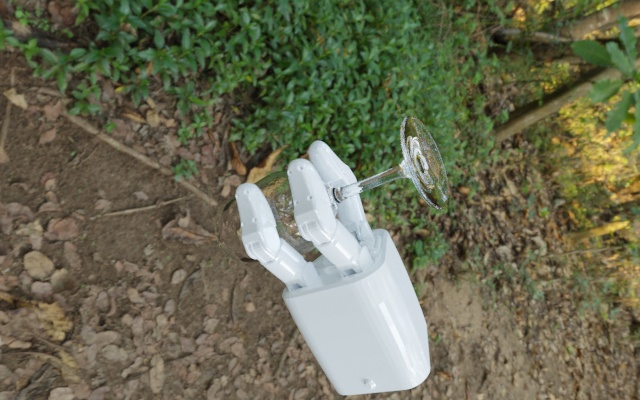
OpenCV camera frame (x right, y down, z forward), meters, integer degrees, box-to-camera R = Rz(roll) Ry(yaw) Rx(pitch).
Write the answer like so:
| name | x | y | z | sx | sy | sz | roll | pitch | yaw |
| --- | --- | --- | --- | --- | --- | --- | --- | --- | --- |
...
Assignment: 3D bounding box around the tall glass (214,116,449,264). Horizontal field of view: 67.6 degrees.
| name | x | y | z | sx | sy | sz | roll | pitch | yaw |
| --- | --- | --- | --- | --- | --- | --- | --- | --- | --- |
| tall glass | 0.001 | 0.001 | 0.407 | 0.201 | 0.079 | 0.079 | -20 | -11 | 32 |
